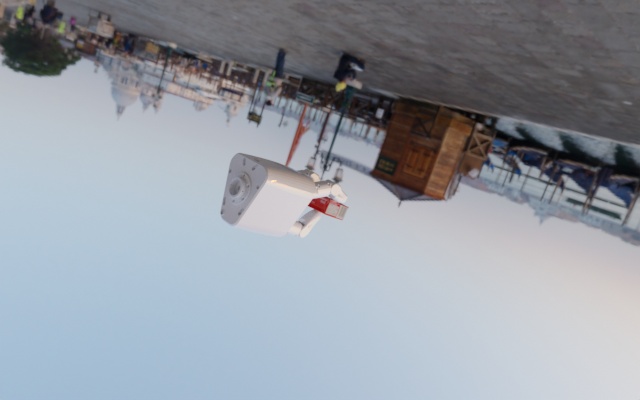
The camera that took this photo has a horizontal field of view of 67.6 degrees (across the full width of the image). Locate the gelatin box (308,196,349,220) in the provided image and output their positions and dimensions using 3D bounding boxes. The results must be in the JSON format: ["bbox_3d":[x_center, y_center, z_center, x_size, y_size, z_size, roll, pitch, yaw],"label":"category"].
[{"bbox_3d":[0.000,0.003,0.851,0.073,0.030,0.089,26,2,27],"label":"gelatin box"}]
